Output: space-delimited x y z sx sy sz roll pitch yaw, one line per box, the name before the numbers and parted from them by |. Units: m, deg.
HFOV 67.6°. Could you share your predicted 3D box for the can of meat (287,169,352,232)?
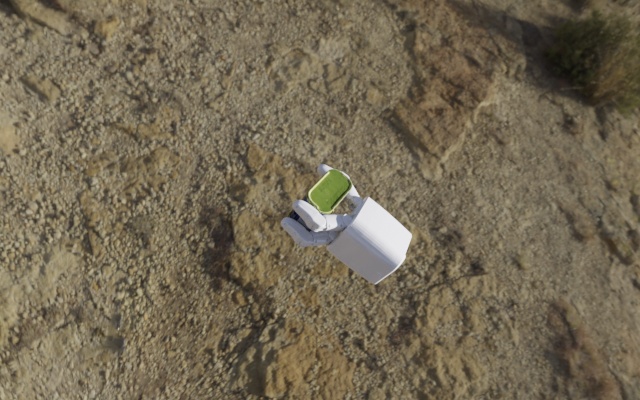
can of meat | 0.000 0.002 0.818 0.102 0.057 0.084 -48 -1 -39
